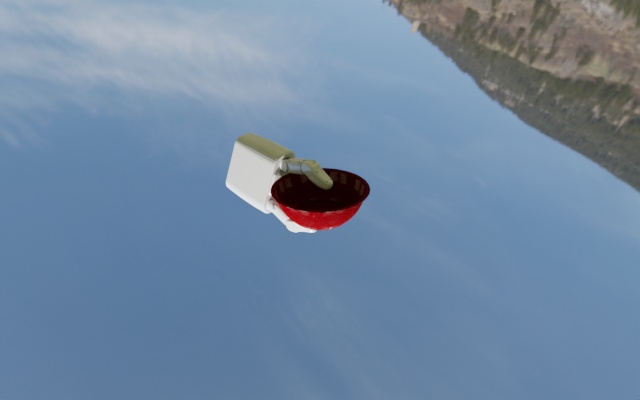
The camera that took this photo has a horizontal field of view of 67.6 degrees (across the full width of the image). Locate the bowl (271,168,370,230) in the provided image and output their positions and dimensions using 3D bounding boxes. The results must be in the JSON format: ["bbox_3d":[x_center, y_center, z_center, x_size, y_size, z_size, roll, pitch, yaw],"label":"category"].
[{"bbox_3d":[0.001,0.003,0.784,0.162,0.055,0.162,-1,27,1],"label":"bowl"}]
